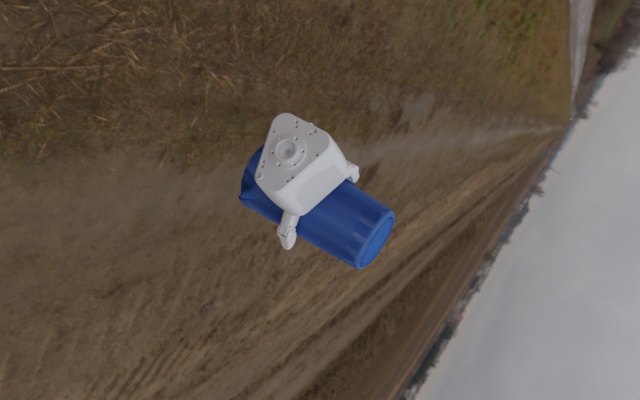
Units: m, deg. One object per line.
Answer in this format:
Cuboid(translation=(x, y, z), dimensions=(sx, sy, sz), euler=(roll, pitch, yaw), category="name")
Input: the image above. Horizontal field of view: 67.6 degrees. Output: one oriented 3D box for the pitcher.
Cuboid(translation=(0.000, 0.003, 0.794), dimensions=(0.243, 0.149, 0.145), euler=(31, -9, 20), category="pitcher")
